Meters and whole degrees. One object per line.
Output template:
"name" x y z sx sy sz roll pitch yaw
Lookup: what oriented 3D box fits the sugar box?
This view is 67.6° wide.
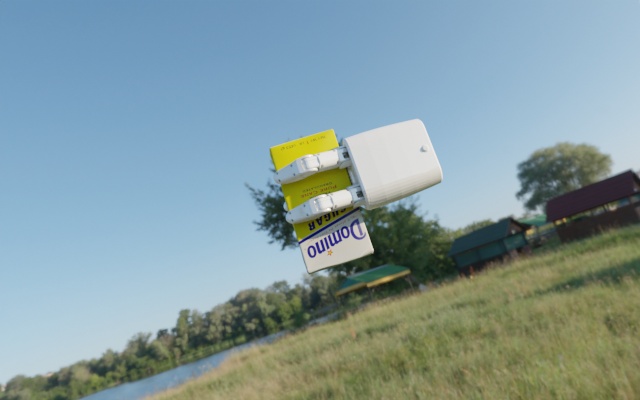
"sugar box" 0.000 0.002 0.643 0.093 0.176 0.048 -18 -11 -4
